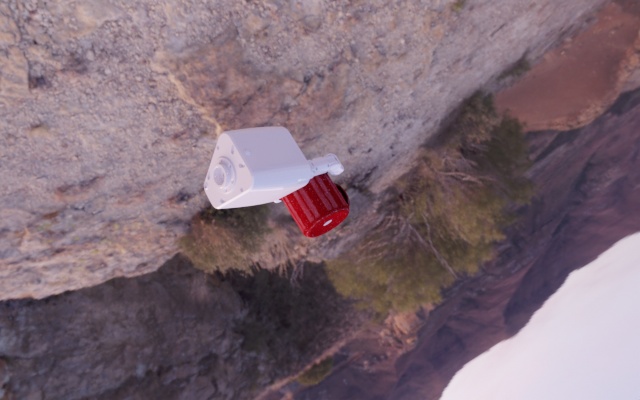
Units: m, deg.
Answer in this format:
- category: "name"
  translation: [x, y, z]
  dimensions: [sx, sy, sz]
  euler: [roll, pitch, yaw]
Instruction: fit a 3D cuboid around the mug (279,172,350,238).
- category: "mug"
  translation: [0.001, 0.002, 0.753]
  dimensions: [0.117, 0.081, 0.093]
  euler: [-11, -28, -45]
